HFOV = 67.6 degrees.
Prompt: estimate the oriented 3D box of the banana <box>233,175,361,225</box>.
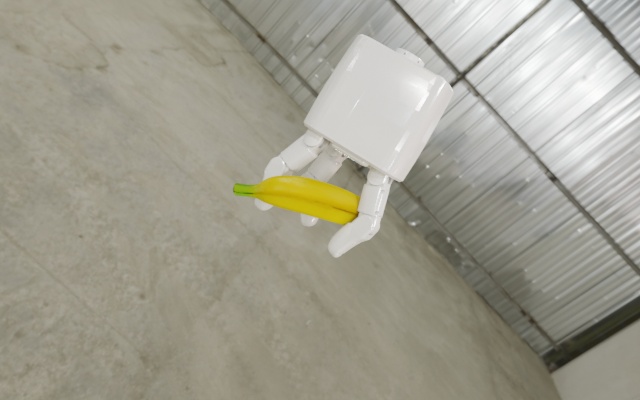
[{"bbox_3d":[0.010,0.004,0.503,0.198,0.037,0.069,18,-3,-41],"label":"banana"}]
